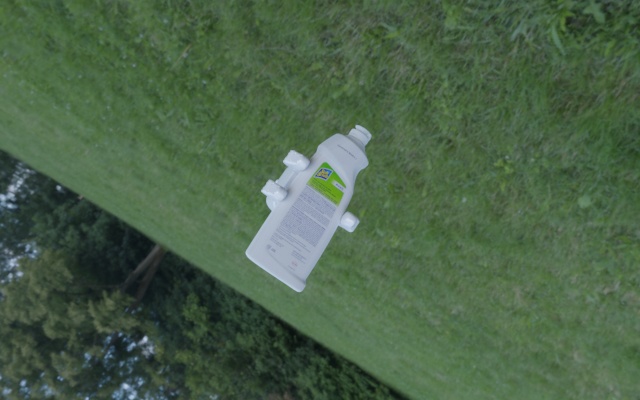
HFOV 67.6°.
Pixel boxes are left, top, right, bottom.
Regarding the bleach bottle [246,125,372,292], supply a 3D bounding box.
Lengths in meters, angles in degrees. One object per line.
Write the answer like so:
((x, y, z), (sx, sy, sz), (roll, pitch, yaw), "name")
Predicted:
((0.000, 0.002, 0.705), (0.102, 0.251, 0.068), (37, -6, -13), "bleach bottle")
